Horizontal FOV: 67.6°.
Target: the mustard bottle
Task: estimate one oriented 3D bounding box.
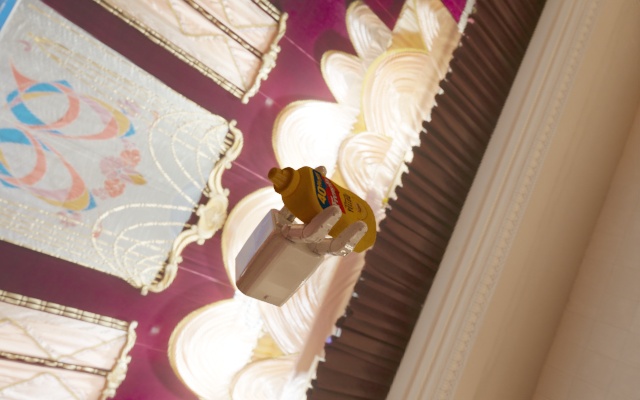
[{"bbox_3d":[0.001,0.002,0.688,0.058,0.096,0.192,-35,-46,29],"label":"mustard bottle"}]
